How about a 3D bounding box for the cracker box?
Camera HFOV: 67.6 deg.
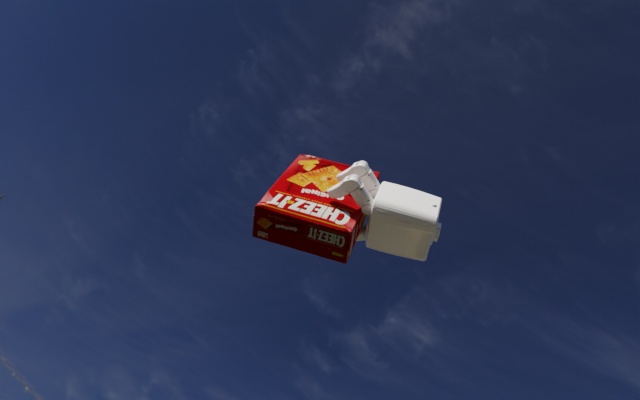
[{"bbox_3d":[0.000,0.003,0.838,0.164,0.072,0.213,15,32,12],"label":"cracker box"}]
